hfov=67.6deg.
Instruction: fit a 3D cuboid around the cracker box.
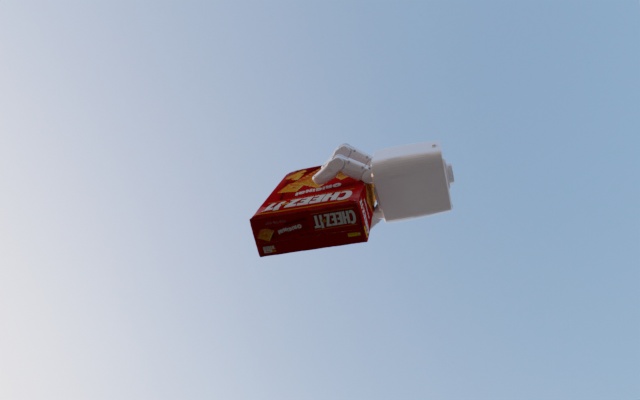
[{"bbox_3d":[0.000,0.003,0.761,0.164,0.072,0.213,-10,18,15],"label":"cracker box"}]
